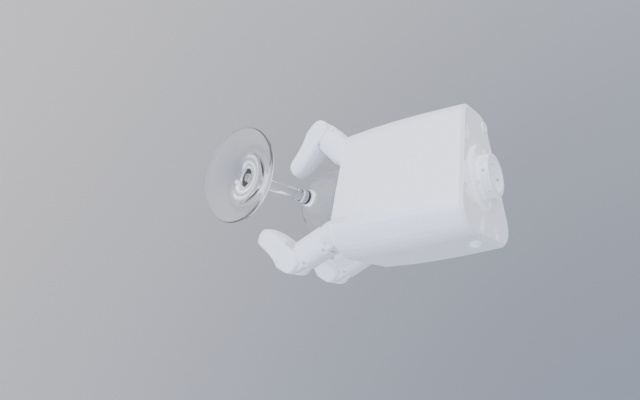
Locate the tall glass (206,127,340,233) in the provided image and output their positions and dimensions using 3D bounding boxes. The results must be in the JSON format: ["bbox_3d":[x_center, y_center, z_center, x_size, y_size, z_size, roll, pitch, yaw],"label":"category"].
[{"bbox_3d":[0.000,0.001,0.432,0.079,0.079,0.201,0,-12,40],"label":"tall glass"}]
